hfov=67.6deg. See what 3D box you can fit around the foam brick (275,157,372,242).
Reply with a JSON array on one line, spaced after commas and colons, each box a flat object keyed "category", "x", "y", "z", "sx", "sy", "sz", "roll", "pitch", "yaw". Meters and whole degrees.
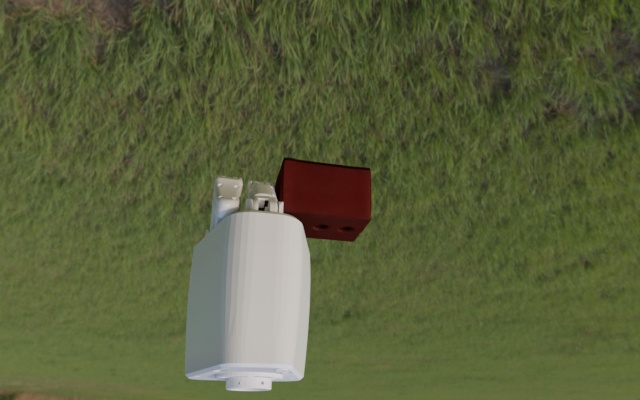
[{"category": "foam brick", "x": 0.000, "y": 0.001, "z": 0.416, "sx": 0.078, "sy": 0.051, "sz": 0.053, "roll": 6, "pitch": -28, "yaw": -12}]
